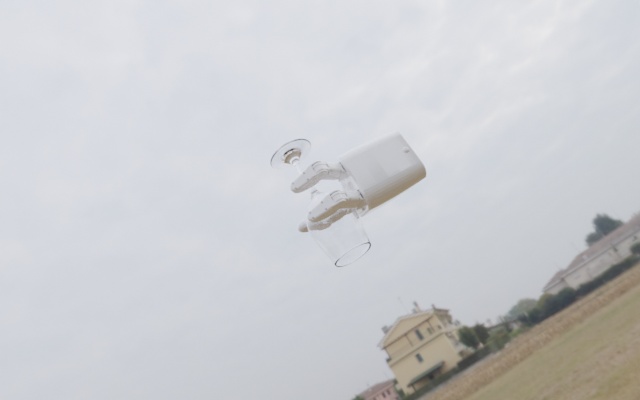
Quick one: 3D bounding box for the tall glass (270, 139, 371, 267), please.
[{"bbox_3d":[0.000,0.002,0.735,0.079,0.201,0.079,-26,-24,-13],"label":"tall glass"}]
